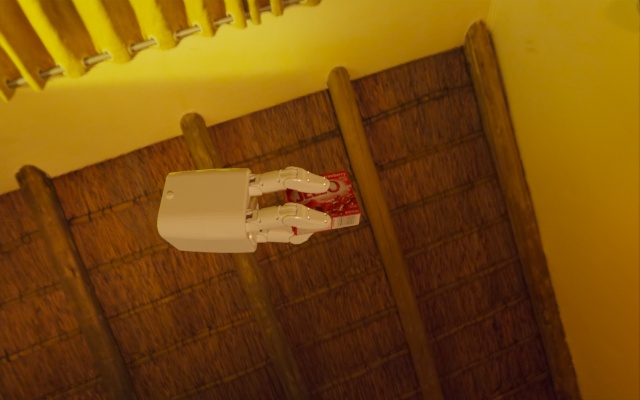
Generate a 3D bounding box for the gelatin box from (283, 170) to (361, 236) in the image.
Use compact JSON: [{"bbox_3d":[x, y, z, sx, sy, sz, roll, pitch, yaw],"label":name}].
[{"bbox_3d":[0.000,0.002,0.624,0.089,0.073,0.030,-9,-35,-11],"label":"gelatin box"}]
